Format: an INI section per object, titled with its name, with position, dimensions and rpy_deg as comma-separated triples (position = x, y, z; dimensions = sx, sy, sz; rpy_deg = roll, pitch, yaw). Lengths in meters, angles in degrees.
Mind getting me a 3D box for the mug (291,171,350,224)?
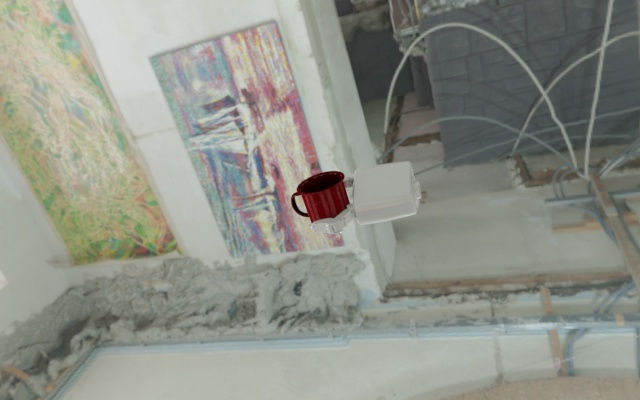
[mug]
position = -0.001, 0.003, 0.897
dimensions = 0.117, 0.081, 0.093
rpy_deg = -10, 25, 19
